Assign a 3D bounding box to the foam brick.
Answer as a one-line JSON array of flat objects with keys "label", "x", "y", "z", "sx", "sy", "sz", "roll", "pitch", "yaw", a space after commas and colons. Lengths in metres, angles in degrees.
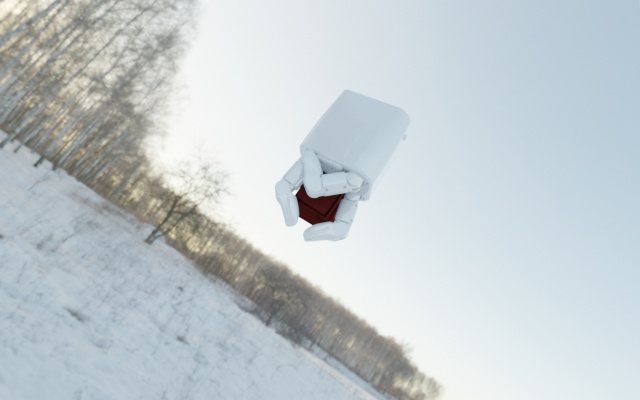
[{"label": "foam brick", "x": 0.000, "y": 0.002, "z": 0.649, "sx": 0.053, "sy": 0.051, "sz": 0.078, "roll": 31, "pitch": -16, "yaw": 11}]
